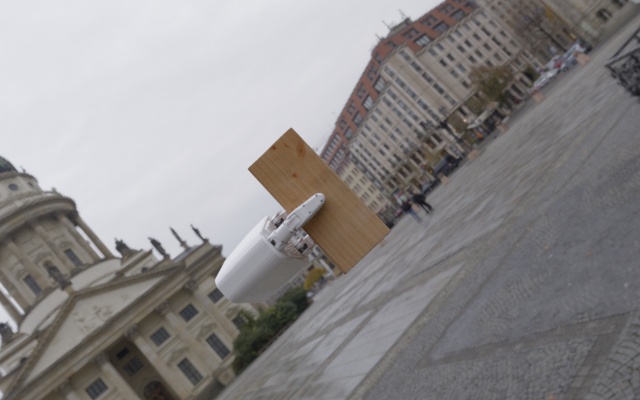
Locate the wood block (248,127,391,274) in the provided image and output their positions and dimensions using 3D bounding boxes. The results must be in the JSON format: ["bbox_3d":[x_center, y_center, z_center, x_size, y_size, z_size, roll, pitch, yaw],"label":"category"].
[{"bbox_3d":[0.000,0.002,0.713,0.090,0.206,0.091,-44,-7,0],"label":"wood block"}]
